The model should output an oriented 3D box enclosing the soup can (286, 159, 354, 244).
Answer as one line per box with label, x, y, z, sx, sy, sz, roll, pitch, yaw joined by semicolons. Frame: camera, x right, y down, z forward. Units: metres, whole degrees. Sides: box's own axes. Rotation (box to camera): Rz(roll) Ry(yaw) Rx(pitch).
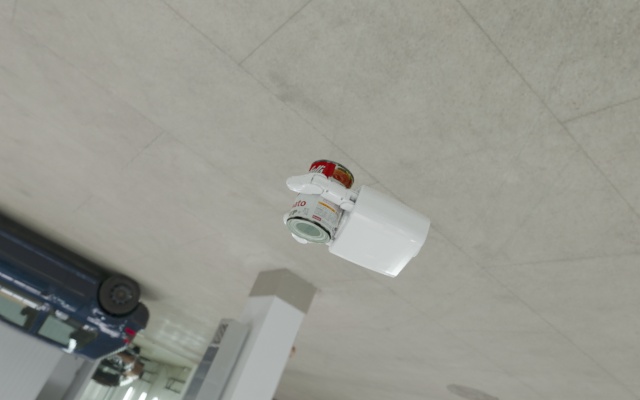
soup can;0.000;0.002;0.677;0.068;0.102;0.068;18;-28;10
